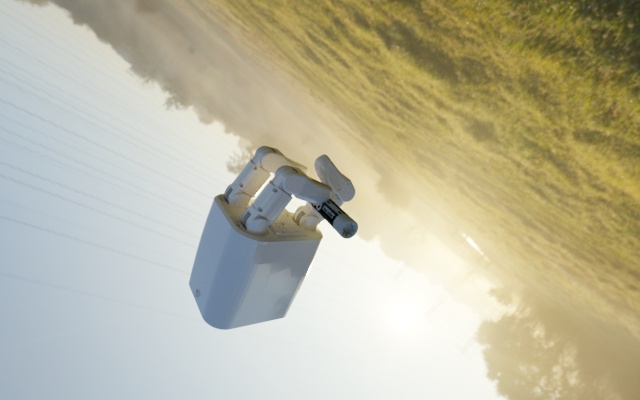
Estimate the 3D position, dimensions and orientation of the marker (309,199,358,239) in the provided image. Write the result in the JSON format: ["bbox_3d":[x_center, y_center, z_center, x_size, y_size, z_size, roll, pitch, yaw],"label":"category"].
[{"bbox_3d":[0.000,0.001,0.476,0.020,0.020,0.121,0,25,-29],"label":"marker"}]
